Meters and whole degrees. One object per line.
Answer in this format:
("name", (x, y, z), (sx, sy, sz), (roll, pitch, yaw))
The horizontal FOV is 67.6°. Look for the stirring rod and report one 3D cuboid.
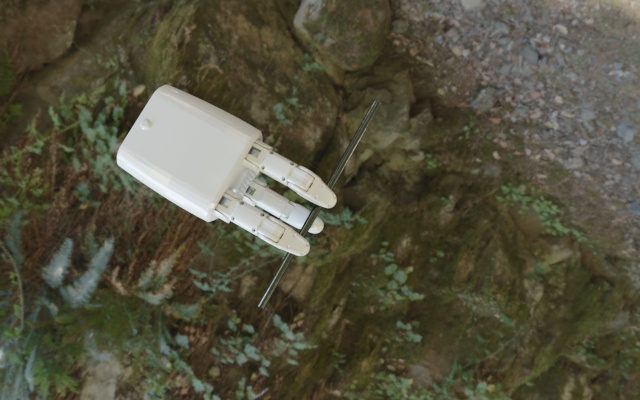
("stirring rod", (0.000, 0.001, 0.485), (0.011, 0.239, 0.011), (29, -6, 3))
